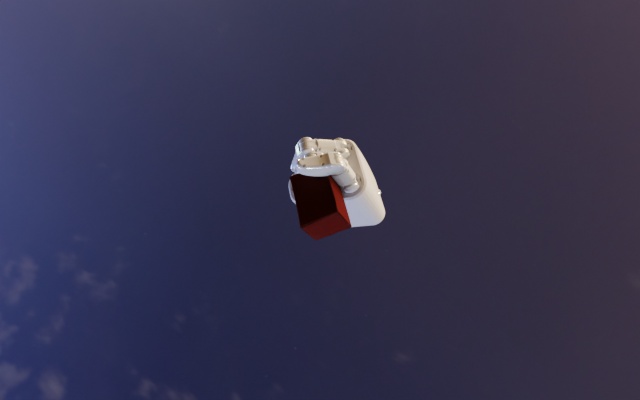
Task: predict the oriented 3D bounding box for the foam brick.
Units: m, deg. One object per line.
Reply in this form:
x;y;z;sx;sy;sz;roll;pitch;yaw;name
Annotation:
0.000;0.002;0.607;0.053;0.078;0.051;-21;-32;13;foam brick
